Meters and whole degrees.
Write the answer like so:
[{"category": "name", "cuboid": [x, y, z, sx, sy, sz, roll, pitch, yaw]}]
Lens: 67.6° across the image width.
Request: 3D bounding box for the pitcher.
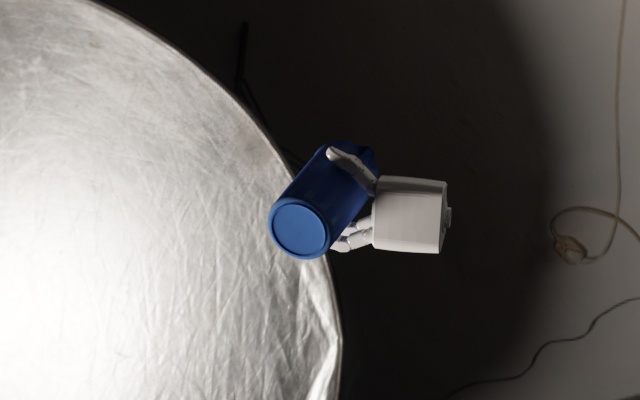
[{"category": "pitcher", "cuboid": [0.000, 0.003, 0.811, 0.145, 0.149, 0.242, 7, 27, 18]}]
